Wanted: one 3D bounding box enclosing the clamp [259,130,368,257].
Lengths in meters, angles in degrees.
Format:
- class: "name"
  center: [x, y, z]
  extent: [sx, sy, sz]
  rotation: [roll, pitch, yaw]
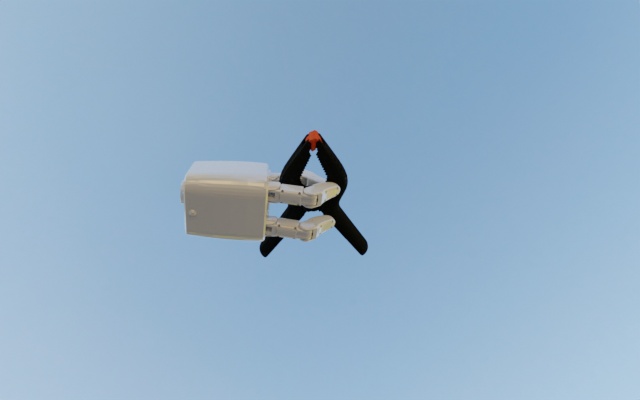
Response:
- class: "clamp"
  center: [0.000, 0.001, 0.684]
  extent: [0.164, 0.210, 0.036]
  rotation: [4, 33, -6]
